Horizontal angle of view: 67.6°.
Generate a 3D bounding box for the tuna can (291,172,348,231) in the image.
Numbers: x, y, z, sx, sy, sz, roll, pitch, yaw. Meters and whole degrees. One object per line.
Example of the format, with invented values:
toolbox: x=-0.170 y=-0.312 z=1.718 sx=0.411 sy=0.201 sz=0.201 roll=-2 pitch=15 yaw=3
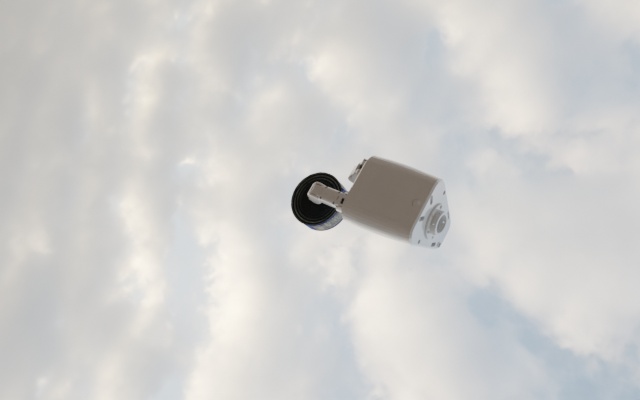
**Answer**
tuna can: x=0.000 y=0.003 z=0.728 sx=0.086 sy=0.086 sz=0.034 roll=0 pitch=-21 yaw=28
